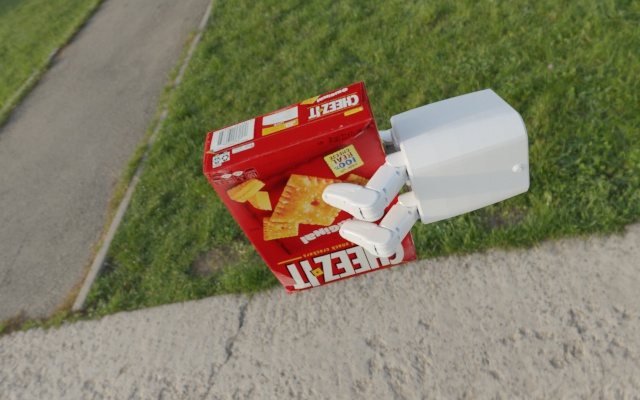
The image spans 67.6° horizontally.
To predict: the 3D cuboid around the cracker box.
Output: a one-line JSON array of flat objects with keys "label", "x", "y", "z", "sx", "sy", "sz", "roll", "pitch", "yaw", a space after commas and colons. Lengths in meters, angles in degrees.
[{"label": "cracker box", "x": 0.000, "y": 0.001, "z": 0.506, "sx": 0.164, "sy": 0.072, "sz": 0.214, "roll": -16, "pitch": -47, "yaw": 10}]
